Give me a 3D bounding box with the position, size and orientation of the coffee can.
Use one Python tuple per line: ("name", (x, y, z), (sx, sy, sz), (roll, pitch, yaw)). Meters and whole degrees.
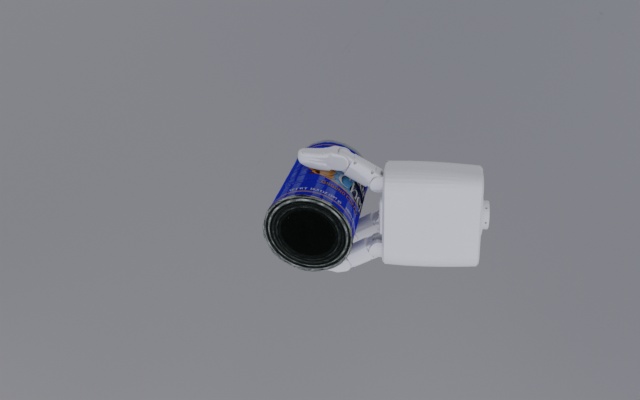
("coffee can", (0.000, 0.002, 0.579), (0.103, 0.103, 0.140), (0, 32, 15))
